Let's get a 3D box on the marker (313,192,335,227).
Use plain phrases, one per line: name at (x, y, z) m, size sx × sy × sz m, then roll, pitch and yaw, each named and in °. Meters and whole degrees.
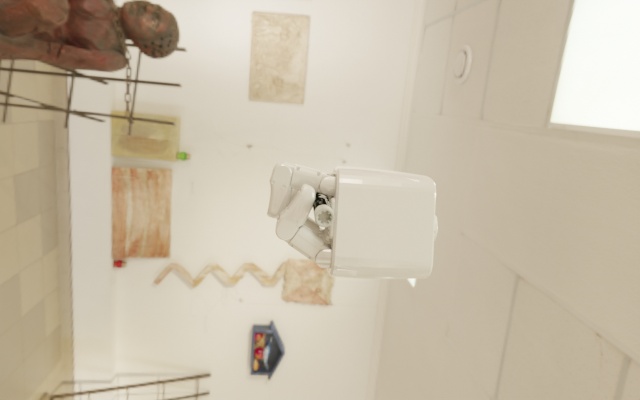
marker at (0.000, 0.002, 0.499) m, size 0.020 × 0.020 × 0.121 m, roll 0°, pitch 14°, yaw -4°
